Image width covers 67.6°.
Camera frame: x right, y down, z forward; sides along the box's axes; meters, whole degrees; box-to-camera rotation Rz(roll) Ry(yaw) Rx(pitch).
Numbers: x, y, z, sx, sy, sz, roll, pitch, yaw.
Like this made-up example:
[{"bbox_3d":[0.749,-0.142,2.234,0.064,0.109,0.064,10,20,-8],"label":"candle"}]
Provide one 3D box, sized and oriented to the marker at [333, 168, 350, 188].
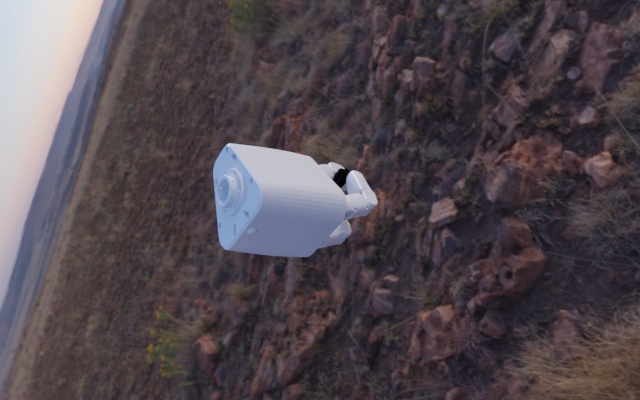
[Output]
[{"bbox_3d":[0.000,0.002,0.616,0.020,0.020,0.121,0,-39,-44],"label":"marker"}]
